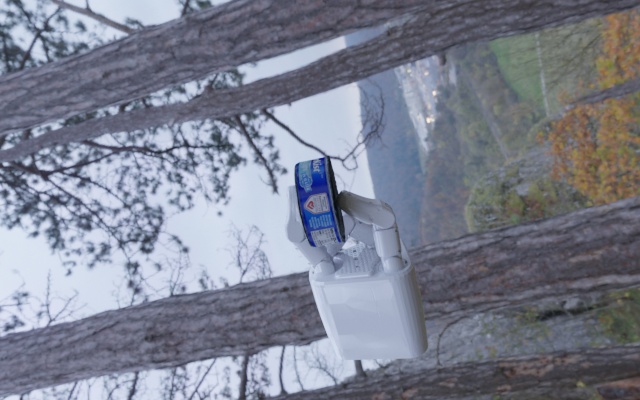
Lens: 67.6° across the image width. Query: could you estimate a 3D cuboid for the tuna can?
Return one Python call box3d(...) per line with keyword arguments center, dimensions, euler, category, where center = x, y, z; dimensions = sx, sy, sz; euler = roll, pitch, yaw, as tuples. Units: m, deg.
box3d(center=(-0.001, 0.002, 0.463), dimensions=(0.034, 0.086, 0.086), euler=(-11, -1, 6), category="tuna can")
